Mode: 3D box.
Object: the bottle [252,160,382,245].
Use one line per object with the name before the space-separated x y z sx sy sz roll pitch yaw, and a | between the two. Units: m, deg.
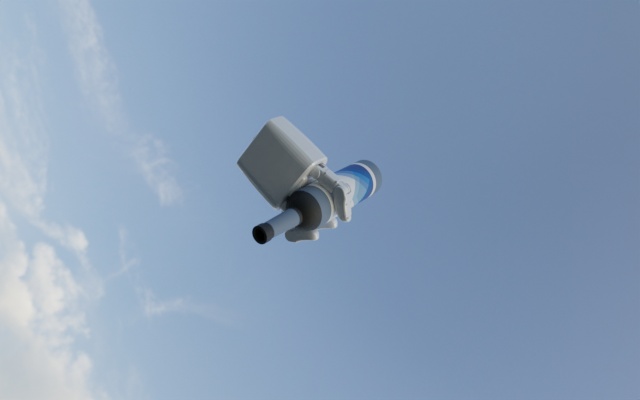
bottle | 0.000 0.002 0.760 0.069 0.069 0.295 0 18 37
